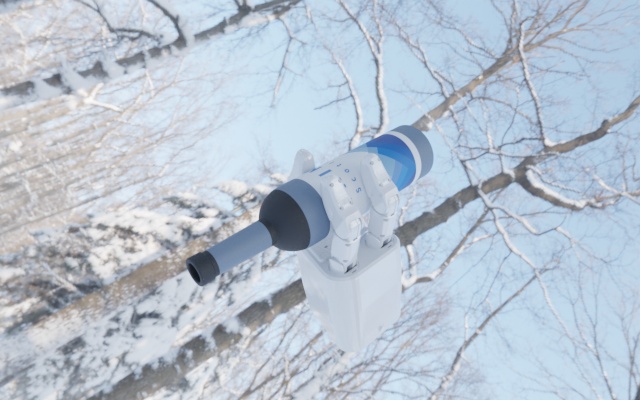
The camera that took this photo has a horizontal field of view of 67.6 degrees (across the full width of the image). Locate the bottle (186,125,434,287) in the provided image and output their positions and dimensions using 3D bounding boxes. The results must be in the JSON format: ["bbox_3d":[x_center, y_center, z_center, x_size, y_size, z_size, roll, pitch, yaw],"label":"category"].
[{"bbox_3d":[0.000,0.001,0.484,0.295,0.069,0.069,-29,17,-34],"label":"bottle"}]
